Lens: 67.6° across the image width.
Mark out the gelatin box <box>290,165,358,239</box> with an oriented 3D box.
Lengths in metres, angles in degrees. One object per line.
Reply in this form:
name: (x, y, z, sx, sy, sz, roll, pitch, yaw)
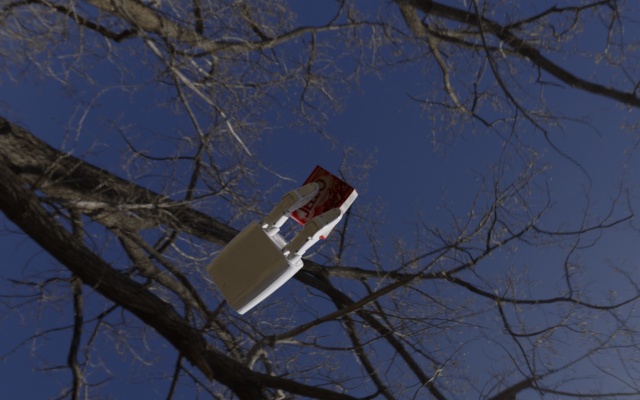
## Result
gelatin box: (0.000, 0.002, 0.718, 0.073, 0.089, 0.030, 34, -8, 23)
